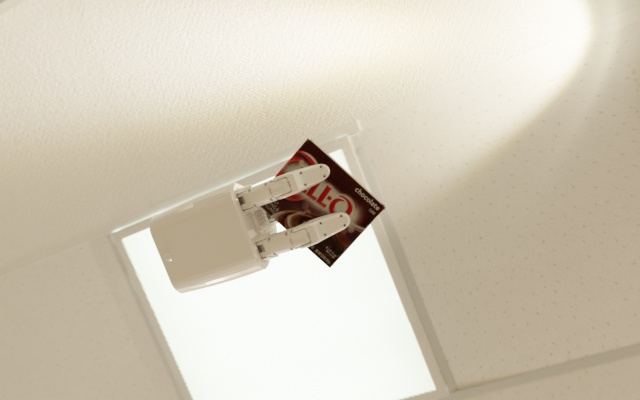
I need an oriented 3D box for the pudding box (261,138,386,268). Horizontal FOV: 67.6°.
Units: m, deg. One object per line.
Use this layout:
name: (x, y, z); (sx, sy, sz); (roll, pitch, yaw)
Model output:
pudding box: (0.000, 0.002, 0.522); (0.113, 0.090, 0.039); (41, 10, 0)
